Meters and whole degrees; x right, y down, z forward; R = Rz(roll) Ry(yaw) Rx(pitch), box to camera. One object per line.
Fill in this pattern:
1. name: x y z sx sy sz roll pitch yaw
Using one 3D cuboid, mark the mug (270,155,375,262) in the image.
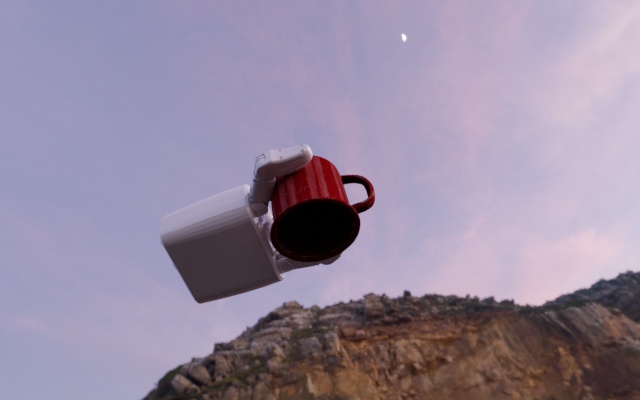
1. mug: 0.001 0.001 0.511 0.117 0.093 0.081 -18 43 4
